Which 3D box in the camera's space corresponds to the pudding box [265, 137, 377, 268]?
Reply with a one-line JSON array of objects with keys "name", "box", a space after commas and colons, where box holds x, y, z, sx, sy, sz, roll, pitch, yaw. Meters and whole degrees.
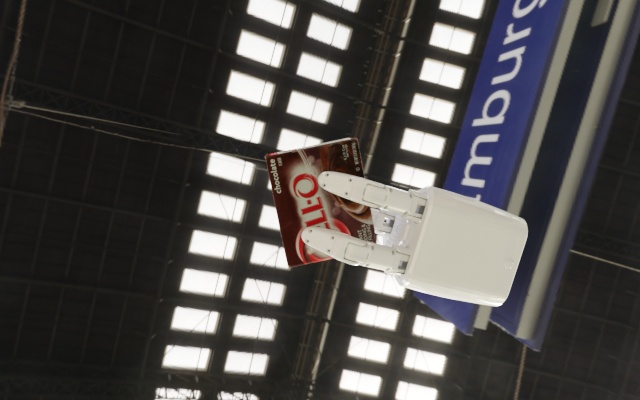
[{"name": "pudding box", "box": [0.000, 0.002, 0.469, 0.090, 0.113, 0.039, -12, 7, -6]}]
